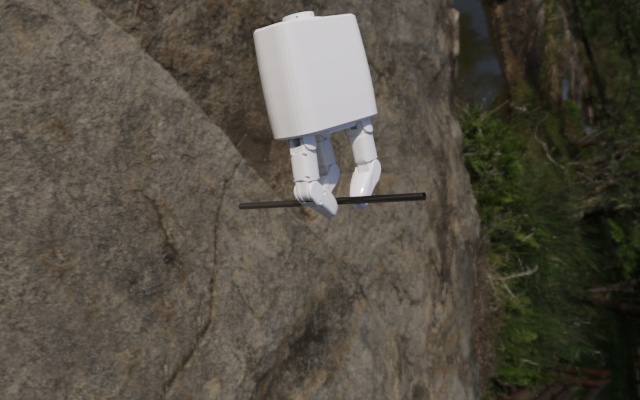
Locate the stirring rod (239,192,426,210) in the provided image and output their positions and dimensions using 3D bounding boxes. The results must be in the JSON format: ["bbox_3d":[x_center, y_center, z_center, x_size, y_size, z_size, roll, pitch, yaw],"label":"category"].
[{"bbox_3d":[0.000,0.002,0.521,0.239,0.011,0.011,-3,-2,35],"label":"stirring rod"}]
